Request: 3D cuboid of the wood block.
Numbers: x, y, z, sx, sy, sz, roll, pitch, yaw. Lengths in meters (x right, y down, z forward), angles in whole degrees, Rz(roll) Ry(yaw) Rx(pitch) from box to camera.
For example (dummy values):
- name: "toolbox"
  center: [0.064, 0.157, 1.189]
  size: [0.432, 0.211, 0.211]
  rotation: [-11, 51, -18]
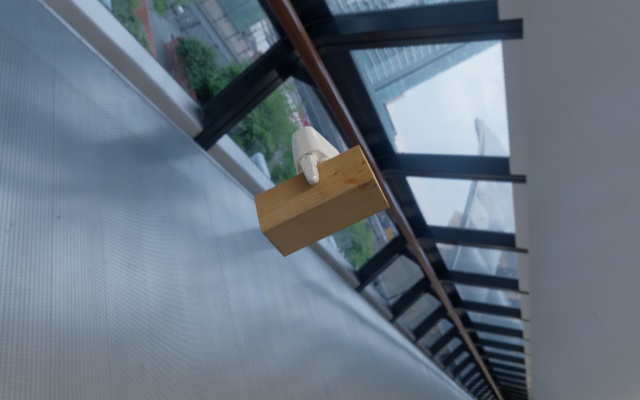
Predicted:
- name: "wood block"
  center: [0.000, 0.002, 0.831]
  size: [0.206, 0.090, 0.091]
  rotation: [-26, -44, 8]
